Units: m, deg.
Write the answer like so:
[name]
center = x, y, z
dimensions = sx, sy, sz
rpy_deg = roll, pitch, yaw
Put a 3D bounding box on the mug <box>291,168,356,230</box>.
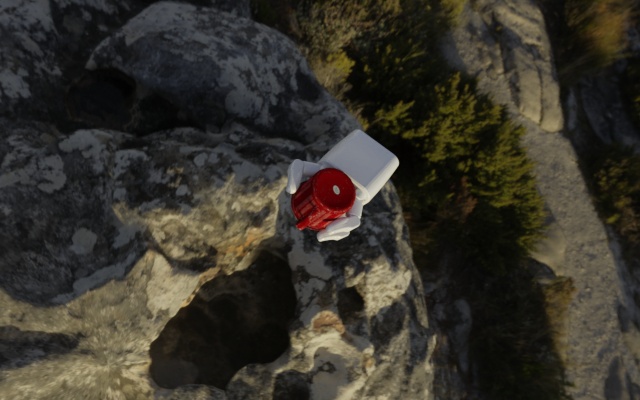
[mug]
center = -0.001, 0.003, 0.797
dimensions = 0.117, 0.093, 0.081
rpy_deg = -47, 4, -31
